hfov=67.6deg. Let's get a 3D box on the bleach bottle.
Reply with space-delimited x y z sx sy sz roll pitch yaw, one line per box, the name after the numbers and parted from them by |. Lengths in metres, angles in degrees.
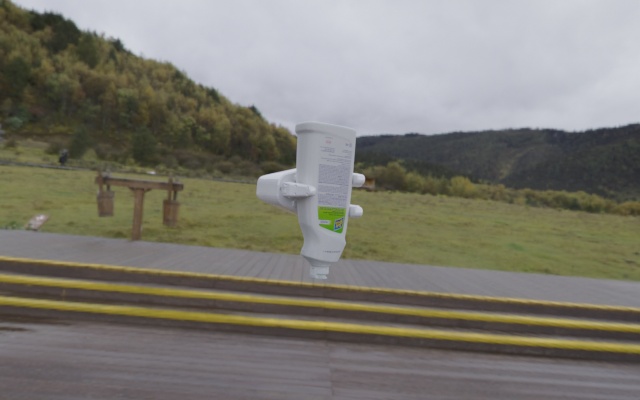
0.000 0.003 0.788 0.102 0.251 0.068 5 0 -29 | bleach bottle
